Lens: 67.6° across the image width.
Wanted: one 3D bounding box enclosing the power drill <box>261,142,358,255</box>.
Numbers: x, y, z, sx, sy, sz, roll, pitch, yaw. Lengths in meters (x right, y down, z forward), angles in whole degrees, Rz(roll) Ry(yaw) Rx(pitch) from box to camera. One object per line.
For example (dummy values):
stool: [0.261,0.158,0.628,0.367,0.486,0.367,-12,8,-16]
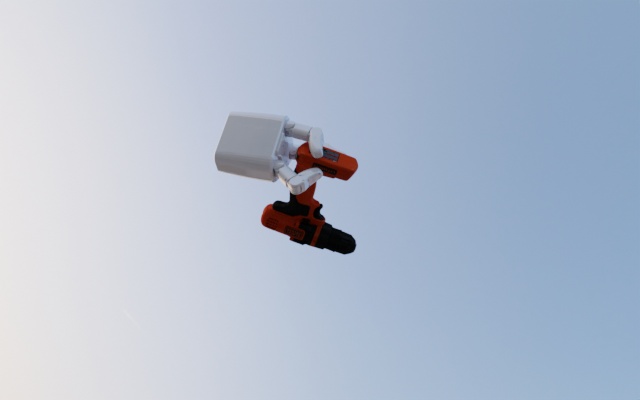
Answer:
power drill: [0.000,0.002,0.845,0.184,0.188,0.057,19,30,-4]
